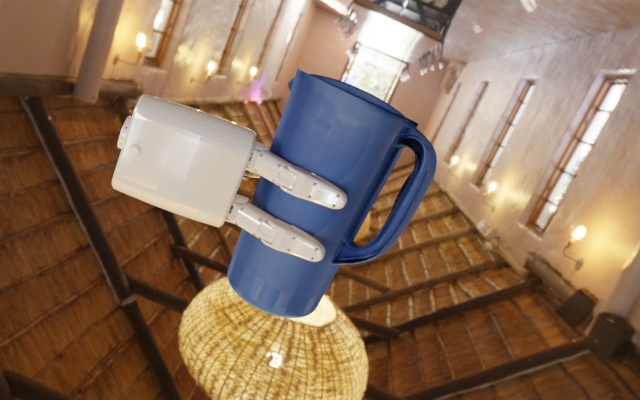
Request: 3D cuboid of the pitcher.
[{"bbox_3d":[0.000,0.002,0.498,0.145,0.243,0.149,20,14,-17],"label":"pitcher"}]
